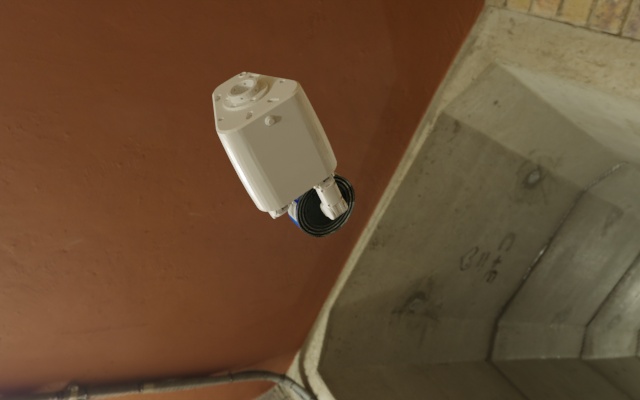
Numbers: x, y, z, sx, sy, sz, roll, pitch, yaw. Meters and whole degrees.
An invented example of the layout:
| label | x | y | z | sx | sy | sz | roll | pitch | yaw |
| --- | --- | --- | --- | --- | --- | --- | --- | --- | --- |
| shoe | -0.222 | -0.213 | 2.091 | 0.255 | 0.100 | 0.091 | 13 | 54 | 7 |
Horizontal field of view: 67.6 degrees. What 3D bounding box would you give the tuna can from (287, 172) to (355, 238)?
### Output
| label | x | y | z | sx | sy | sz | roll | pitch | yaw |
| --- | --- | --- | --- | --- | --- | --- | --- | --- | --- |
| tuna can | 0.000 | 0.002 | 0.613 | 0.086 | 0.086 | 0.033 | 0 | 24 | -33 |
